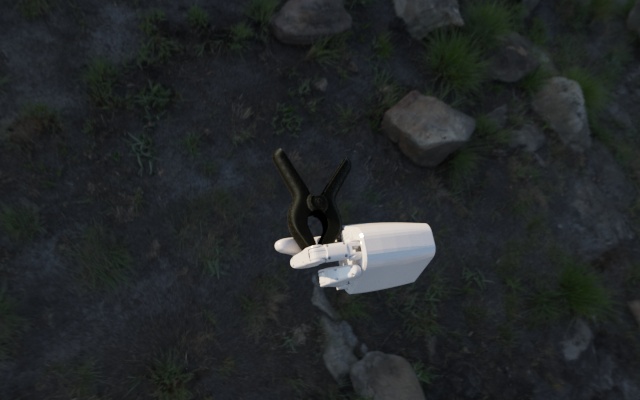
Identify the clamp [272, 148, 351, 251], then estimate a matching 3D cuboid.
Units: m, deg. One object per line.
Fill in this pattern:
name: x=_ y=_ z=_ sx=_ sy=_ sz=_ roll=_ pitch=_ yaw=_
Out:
clamp: x=0.000 y=0.002 z=0.683 sx=0.120 sy=0.171 sz=0.039 roll=-5 pitch=-17 yaw=-17
